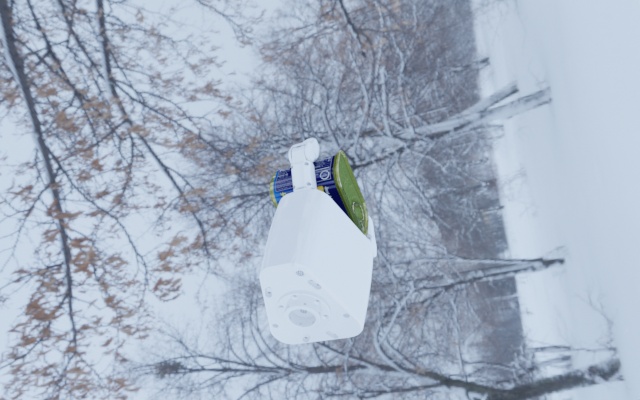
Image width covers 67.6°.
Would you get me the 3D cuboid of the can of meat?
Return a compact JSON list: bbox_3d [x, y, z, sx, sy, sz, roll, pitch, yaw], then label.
[{"bbox_3d":[0.000,0.002,0.550,0.084,0.102,0.057,-13,36,18],"label":"can of meat"}]
